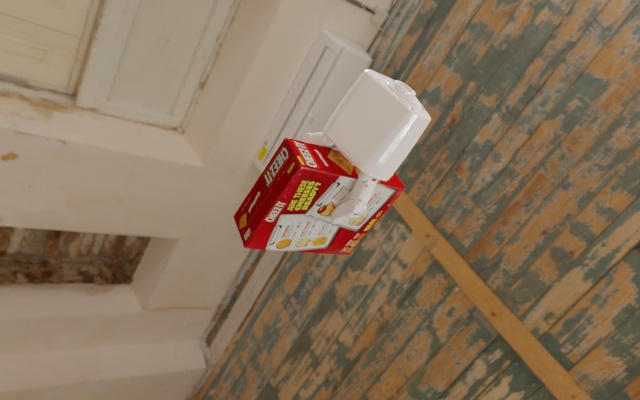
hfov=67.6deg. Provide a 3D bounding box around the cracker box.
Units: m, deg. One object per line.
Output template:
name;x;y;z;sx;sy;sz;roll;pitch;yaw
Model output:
cracker box;0.000;0.003;0.731;0.214;0.072;0.164;9;-51;-40
